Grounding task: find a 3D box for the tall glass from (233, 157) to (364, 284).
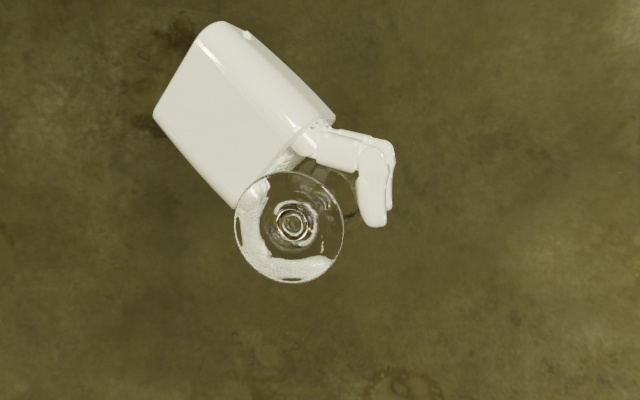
[{"bbox_3d":[0.000,0.002,0.401,0.079,0.079,0.201,0,9,13],"label":"tall glass"}]
